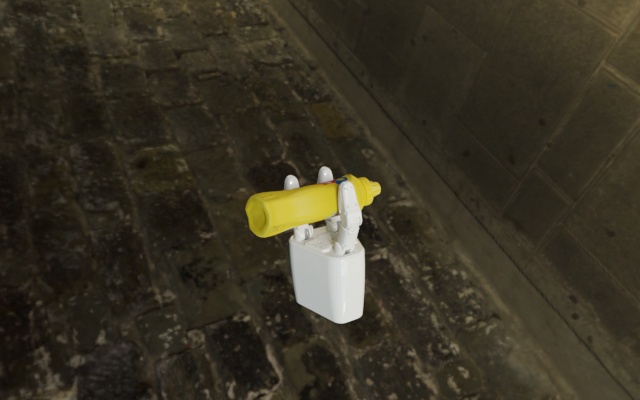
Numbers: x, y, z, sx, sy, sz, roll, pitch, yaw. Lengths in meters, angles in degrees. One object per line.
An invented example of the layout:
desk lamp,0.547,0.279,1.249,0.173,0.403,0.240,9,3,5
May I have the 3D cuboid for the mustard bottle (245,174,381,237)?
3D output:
mustard bottle,0.000,0.002,0.660,0.191,0.058,0.096,-13,-2,-25
